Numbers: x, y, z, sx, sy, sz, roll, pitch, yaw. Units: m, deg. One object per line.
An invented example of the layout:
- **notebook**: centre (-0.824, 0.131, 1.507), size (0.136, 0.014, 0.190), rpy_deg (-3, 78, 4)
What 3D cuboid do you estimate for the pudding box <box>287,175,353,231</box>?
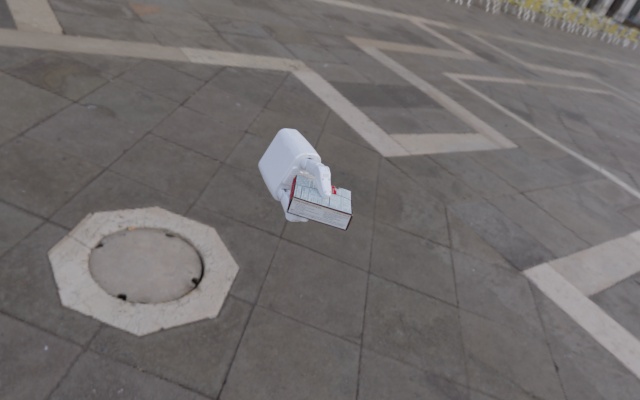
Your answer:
- **pudding box**: centre (0.000, 0.003, 0.849), size (0.113, 0.039, 0.090), rpy_deg (16, 29, -6)
